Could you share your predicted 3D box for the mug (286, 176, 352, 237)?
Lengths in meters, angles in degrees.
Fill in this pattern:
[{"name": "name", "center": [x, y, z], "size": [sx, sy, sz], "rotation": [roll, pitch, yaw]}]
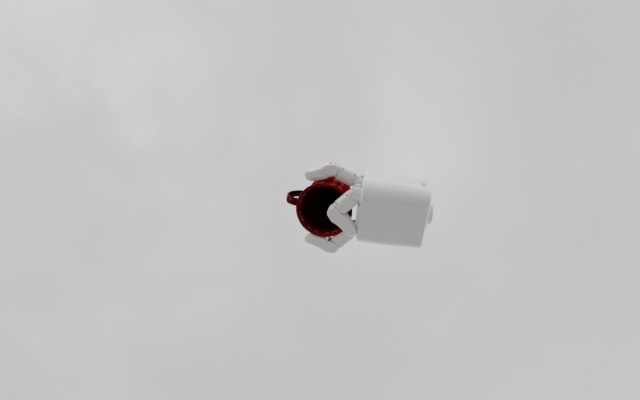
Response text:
[{"name": "mug", "center": [-0.001, 0.002, 0.813], "size": [0.117, 0.093, 0.081], "rotation": [8, 19, 7]}]
